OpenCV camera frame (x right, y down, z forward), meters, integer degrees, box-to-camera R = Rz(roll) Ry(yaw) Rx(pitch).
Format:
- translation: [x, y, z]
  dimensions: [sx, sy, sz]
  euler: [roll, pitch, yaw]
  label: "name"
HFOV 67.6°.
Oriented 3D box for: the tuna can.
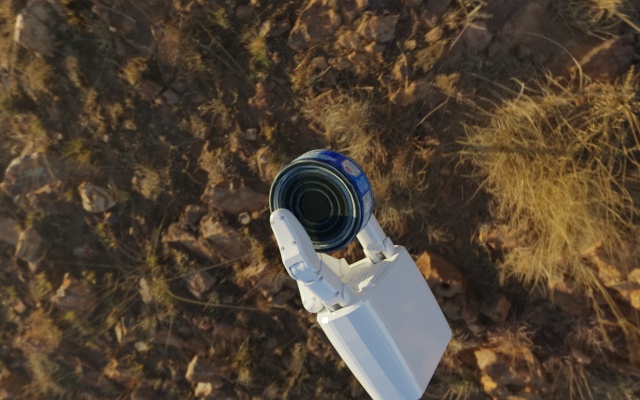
- translation: [0.000, 0.001, 0.409]
  dimensions: [0.086, 0.086, 0.033]
  euler: [0, 18, 23]
  label: "tuna can"
